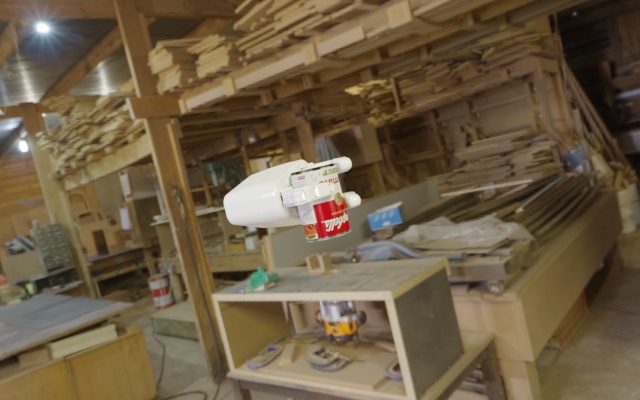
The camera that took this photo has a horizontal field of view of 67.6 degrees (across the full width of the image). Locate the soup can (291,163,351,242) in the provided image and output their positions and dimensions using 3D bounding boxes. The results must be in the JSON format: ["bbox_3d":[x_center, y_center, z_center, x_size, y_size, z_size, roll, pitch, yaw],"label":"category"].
[{"bbox_3d":[0.000,0.002,0.693,0.068,0.102,0.068,-13,4,1],"label":"soup can"}]
